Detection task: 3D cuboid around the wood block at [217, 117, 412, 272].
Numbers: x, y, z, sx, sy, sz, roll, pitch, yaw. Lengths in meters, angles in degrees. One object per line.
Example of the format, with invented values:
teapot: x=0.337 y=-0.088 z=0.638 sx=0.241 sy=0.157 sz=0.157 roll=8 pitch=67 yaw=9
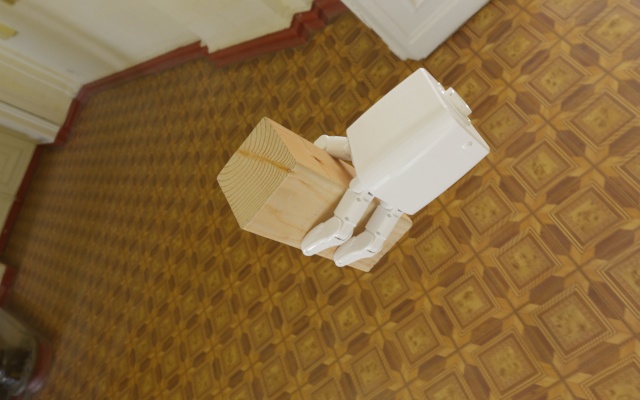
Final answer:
wood block: x=0.000 y=0.001 z=0.547 sx=0.206 sy=0.090 sz=0.090 roll=25 pitch=22 yaw=-44
